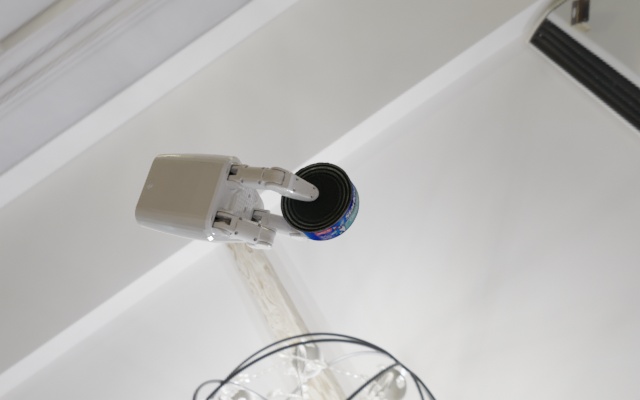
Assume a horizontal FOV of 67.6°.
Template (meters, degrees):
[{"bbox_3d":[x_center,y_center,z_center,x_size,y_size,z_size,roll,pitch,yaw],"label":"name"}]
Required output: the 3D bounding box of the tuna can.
[{"bbox_3d":[0.000,0.002,0.541,0.086,0.086,0.034,0,-24,24],"label":"tuna can"}]
